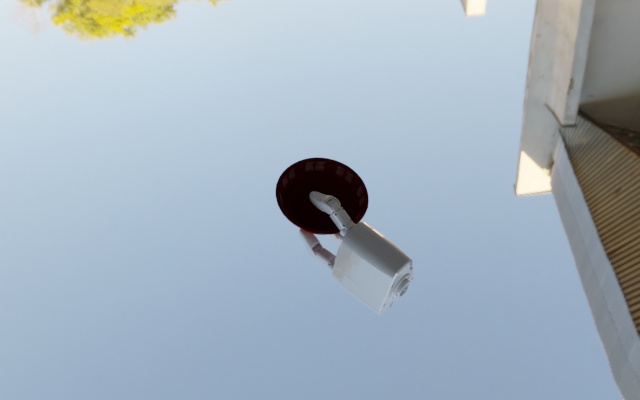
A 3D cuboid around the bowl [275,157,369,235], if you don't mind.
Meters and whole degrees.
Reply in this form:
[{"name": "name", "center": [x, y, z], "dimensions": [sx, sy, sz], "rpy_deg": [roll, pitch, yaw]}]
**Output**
[{"name": "bowl", "center": [-0.001, 0.002, 0.839], "dimensions": [0.162, 0.162, 0.055], "rpy_deg": [0, -34, -10]}]
